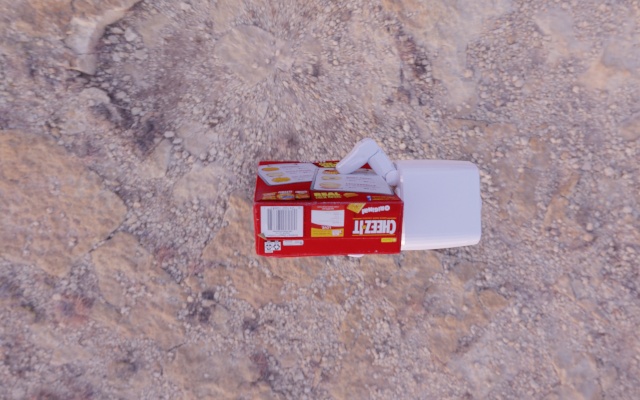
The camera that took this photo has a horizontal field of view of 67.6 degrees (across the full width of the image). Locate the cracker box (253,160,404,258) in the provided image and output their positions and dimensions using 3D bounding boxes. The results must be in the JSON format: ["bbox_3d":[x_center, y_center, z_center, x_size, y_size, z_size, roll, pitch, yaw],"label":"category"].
[{"bbox_3d":[0.000,0.002,0.613,0.164,0.072,0.213,-1,16,-5],"label":"cracker box"}]
